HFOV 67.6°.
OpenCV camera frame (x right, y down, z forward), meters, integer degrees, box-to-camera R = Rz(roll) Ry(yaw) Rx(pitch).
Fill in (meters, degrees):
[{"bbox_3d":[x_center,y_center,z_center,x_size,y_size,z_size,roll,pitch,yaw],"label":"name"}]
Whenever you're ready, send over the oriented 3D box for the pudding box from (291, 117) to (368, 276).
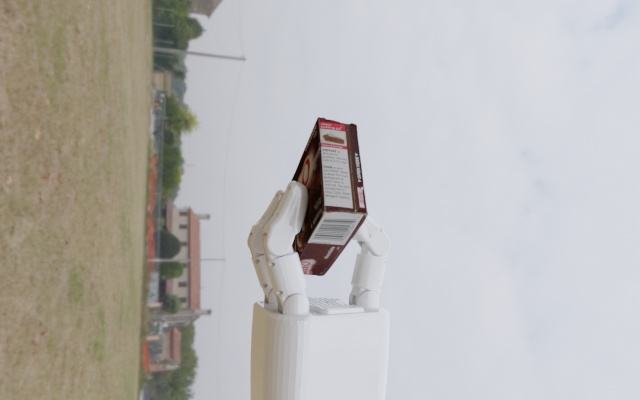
[{"bbox_3d":[0.000,0.001,0.403,0.039,0.090,0.113,7,-34,-18],"label":"pudding box"}]
